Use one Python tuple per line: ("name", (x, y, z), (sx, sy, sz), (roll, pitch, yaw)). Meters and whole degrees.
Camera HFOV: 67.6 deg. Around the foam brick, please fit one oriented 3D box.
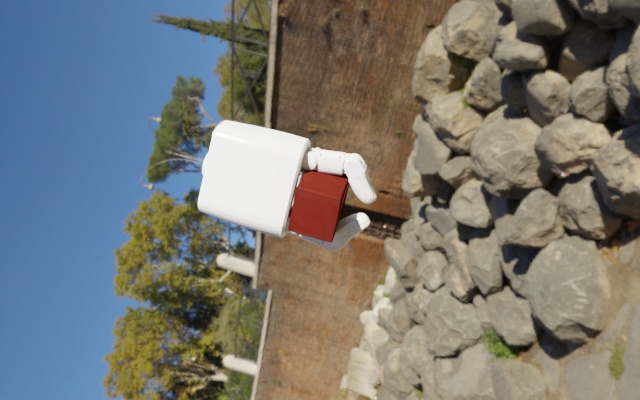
("foam brick", (0.000, 0.002, 0.533), (0.051, 0.053, 0.078), (15, 25, 4))
